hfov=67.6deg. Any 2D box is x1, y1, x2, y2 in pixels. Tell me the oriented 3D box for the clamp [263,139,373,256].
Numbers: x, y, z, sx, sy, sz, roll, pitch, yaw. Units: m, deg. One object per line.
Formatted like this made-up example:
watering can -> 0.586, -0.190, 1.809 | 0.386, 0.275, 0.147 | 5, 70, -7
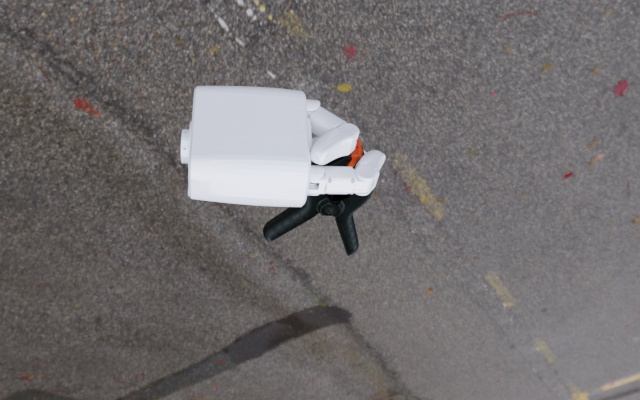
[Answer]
clamp -> 0.000, 0.002, 0.541 | 0.120, 0.172, 0.039 | 1, 44, -12
